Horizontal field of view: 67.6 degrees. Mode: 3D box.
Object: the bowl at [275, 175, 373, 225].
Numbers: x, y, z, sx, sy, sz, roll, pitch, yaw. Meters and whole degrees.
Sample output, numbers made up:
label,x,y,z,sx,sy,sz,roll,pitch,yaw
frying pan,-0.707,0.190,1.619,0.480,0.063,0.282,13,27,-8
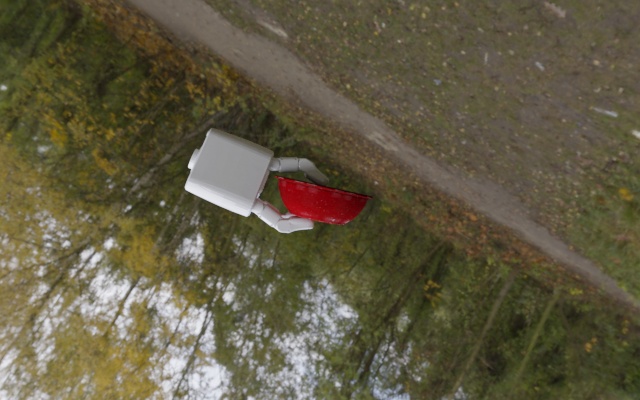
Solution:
label,x,y,z,sx,sy,sz,roll,pitch,yaw
bowl,0.001,0.003,0.768,0.162,0.055,0.162,12,2,0
